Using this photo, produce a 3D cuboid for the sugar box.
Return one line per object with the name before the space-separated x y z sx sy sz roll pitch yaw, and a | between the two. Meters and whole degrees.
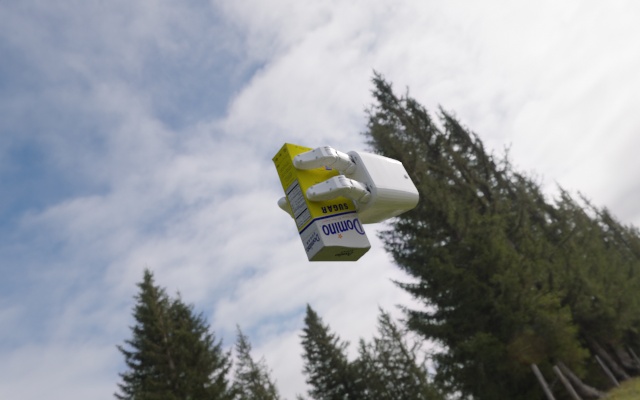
sugar box | 0.000 0.002 0.682 0.093 0.176 0.048 6 -41 -42
